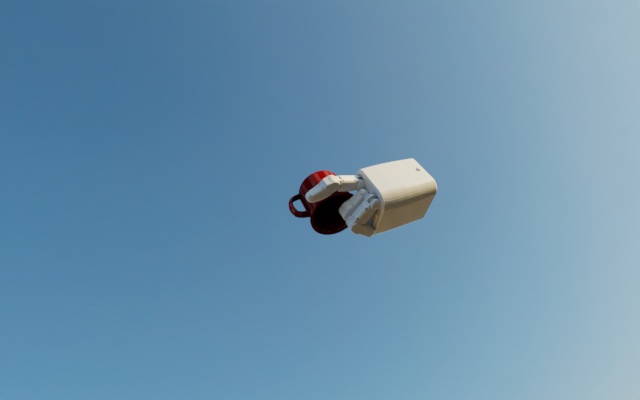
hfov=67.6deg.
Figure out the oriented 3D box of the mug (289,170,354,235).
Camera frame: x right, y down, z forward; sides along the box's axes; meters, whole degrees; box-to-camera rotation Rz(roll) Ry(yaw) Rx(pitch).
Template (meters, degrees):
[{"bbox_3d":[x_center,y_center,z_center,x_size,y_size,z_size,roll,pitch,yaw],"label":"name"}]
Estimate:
[{"bbox_3d":[-0.001,0.003,0.845,0.117,0.093,0.081,-13,41,-18],"label":"mug"}]
